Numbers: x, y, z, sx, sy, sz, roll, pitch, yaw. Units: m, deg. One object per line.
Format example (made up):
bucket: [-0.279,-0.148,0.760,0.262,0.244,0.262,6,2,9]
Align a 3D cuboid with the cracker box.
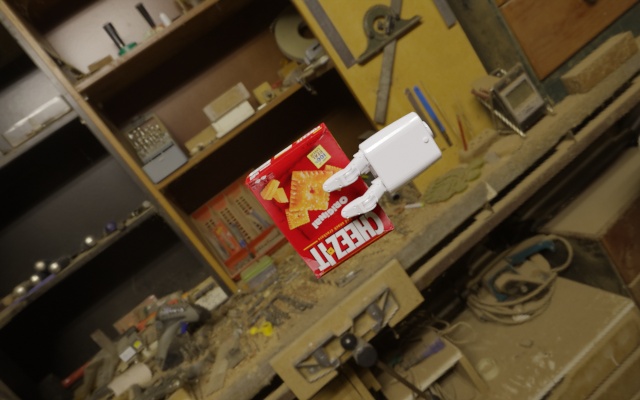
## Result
cracker box: [0.000,0.002,0.818,0.164,0.214,0.072,-34,14,6]
